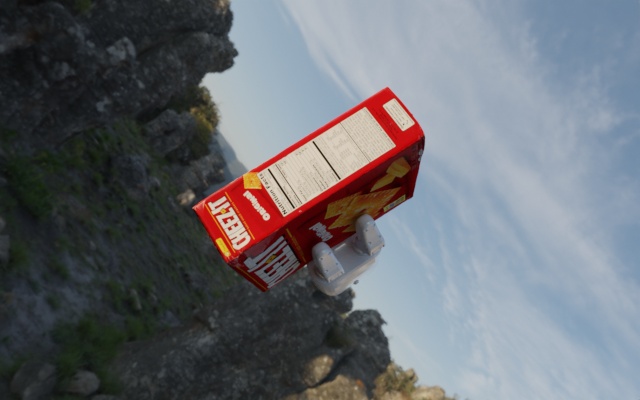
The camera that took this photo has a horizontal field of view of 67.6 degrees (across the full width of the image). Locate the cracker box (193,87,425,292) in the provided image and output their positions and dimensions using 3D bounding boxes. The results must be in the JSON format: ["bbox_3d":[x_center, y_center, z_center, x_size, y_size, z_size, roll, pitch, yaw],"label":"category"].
[{"bbox_3d":[0.000,0.001,0.496,0.213,0.072,0.164,-33,-20,-6],"label":"cracker box"}]
